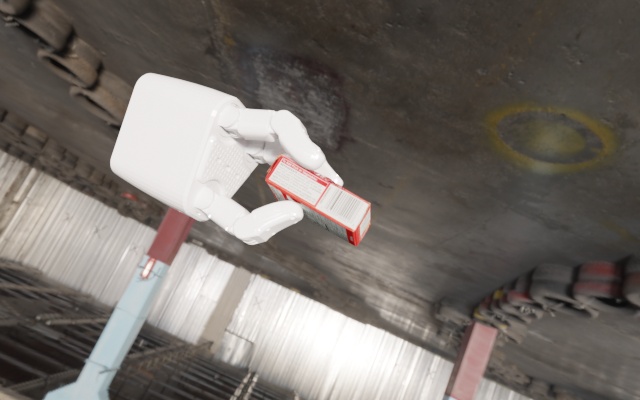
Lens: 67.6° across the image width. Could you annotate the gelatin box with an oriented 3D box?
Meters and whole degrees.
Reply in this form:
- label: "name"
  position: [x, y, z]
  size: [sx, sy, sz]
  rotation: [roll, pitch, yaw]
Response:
- label: "gelatin box"
  position: [0.000, 0.002, 0.417]
  size: [0.089, 0.030, 0.073]
  rotation: [30, -10, 12]
